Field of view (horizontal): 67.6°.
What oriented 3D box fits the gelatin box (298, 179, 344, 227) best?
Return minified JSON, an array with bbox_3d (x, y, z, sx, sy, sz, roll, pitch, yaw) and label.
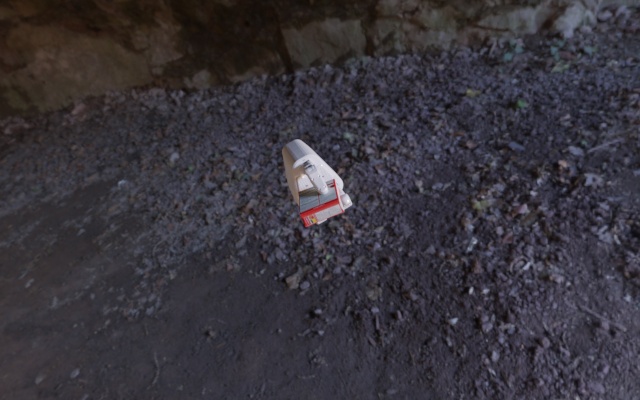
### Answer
[{"bbox_3d":[0.000,0.003,0.850,0.073,0.030,0.089,-21,28,7],"label":"gelatin box"}]
